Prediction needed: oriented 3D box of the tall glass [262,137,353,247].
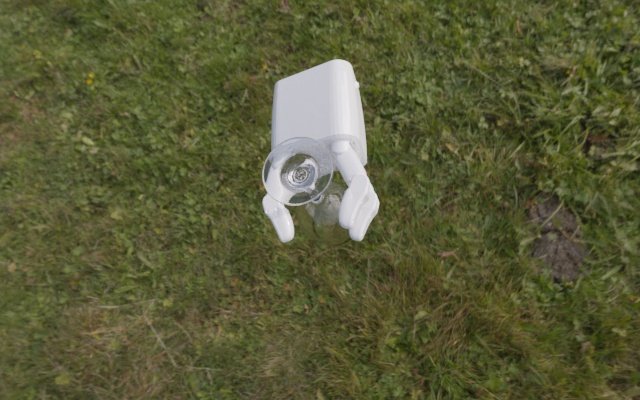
[{"bbox_3d":[0.000,0.002,0.566,0.079,0.079,0.201,0,-19,14],"label":"tall glass"}]
